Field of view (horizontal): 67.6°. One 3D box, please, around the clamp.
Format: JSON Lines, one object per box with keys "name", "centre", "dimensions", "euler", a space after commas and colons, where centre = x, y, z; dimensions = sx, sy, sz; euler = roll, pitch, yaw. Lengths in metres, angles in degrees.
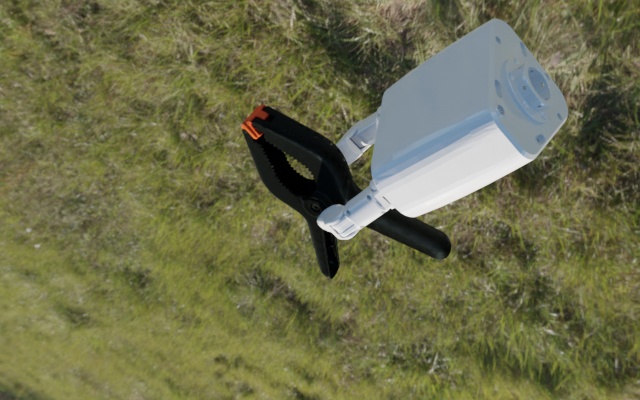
{"name": "clamp", "centre": [-0.001, 0.002, 0.459], "dimensions": [0.210, 0.036, 0.164], "euler": [43, -40, -15]}
